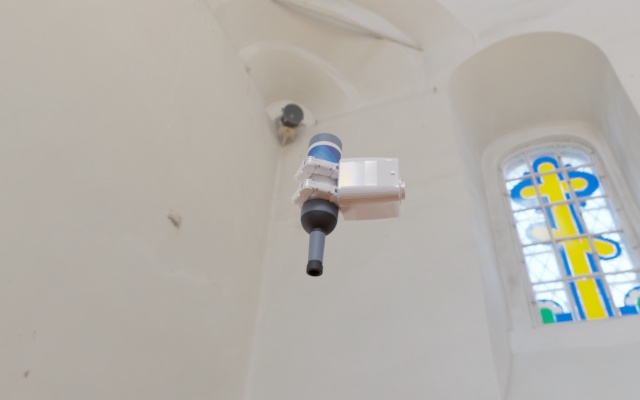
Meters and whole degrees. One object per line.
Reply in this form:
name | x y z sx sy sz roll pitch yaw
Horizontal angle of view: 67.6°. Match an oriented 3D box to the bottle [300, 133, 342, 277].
bottle | 0.000 0.003 0.863 0.069 0.295 0.069 3 -39 2
